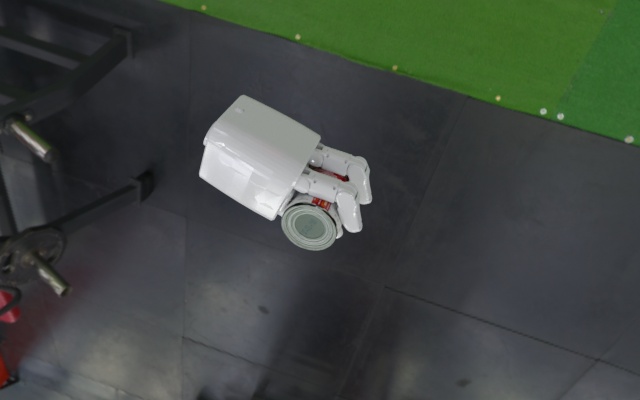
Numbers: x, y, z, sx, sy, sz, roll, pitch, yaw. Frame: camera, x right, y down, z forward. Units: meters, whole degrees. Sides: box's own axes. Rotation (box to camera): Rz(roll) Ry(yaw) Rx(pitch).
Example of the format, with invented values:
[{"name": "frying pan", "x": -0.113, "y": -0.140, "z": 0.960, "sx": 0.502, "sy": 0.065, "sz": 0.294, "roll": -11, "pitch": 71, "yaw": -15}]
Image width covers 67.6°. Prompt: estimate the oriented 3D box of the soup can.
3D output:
[{"name": "soup can", "x": 0.000, "y": 0.002, "z": 0.570, "sx": 0.068, "sy": 0.068, "sz": 0.102, "roll": 0, "pitch": 35, "yaw": 19}]
